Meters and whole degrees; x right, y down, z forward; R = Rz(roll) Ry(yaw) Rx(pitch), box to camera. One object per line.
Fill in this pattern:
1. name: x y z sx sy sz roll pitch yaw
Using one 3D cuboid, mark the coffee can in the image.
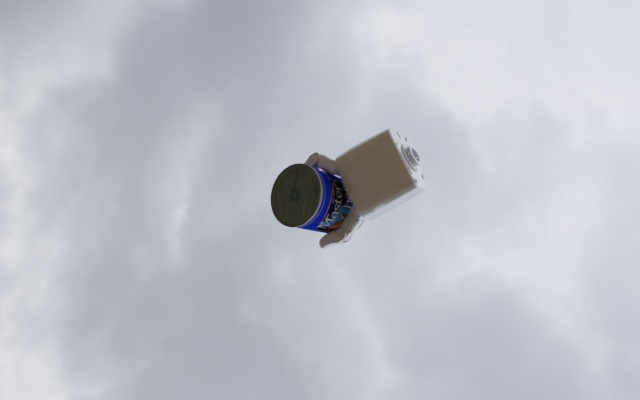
1. coffee can: 0.000 0.003 0.805 0.103 0.103 0.140 0 -9 37
